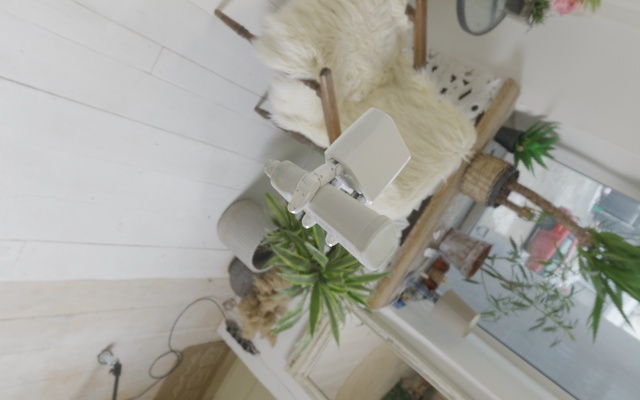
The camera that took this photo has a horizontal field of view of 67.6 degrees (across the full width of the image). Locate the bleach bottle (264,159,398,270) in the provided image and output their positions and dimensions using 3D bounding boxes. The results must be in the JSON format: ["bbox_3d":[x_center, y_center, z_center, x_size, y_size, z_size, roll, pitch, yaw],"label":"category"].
[{"bbox_3d":[0.000,0.002,0.729,0.250,0.068,0.103,36,-12,30],"label":"bleach bottle"}]
